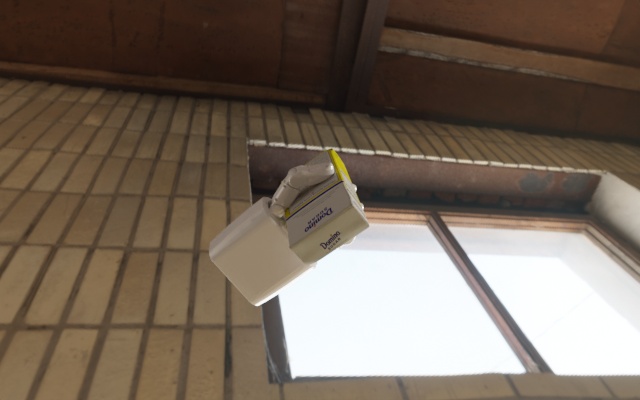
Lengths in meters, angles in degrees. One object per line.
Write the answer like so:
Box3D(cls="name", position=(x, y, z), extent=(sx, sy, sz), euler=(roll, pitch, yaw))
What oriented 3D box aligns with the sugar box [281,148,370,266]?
Box3D(cls="sugar box", position=(0.000, 0.002, 0.628), extent=(0.093, 0.048, 0.176), euler=(-34, 30, 11))
